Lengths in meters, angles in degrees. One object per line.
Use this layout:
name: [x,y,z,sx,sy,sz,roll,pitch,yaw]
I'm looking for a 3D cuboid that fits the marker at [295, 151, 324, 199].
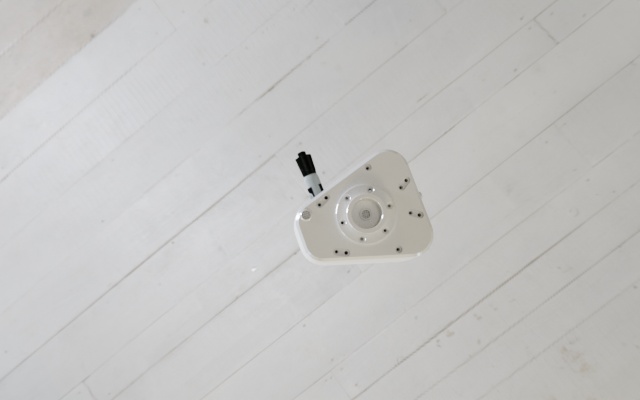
marker: [0.000,0.002,0.532,0.020,0.121,0.020,-21,-6,-2]
